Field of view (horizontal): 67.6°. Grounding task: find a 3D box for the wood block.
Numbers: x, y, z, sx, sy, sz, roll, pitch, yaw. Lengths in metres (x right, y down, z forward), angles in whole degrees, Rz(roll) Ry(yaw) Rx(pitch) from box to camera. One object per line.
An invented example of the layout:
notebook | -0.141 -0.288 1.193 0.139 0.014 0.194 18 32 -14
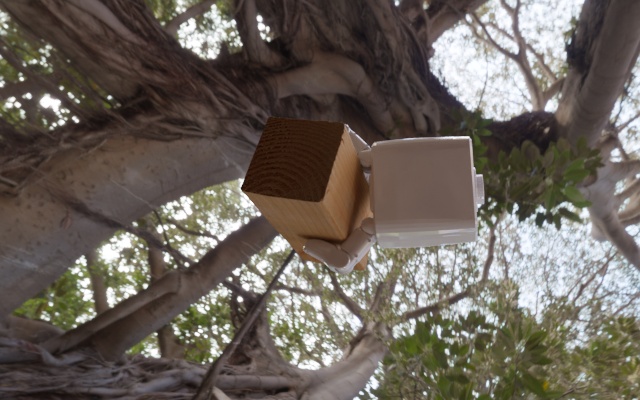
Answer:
wood block | 0.000 0.002 0.554 0.090 0.090 0.206 8 -23 21
